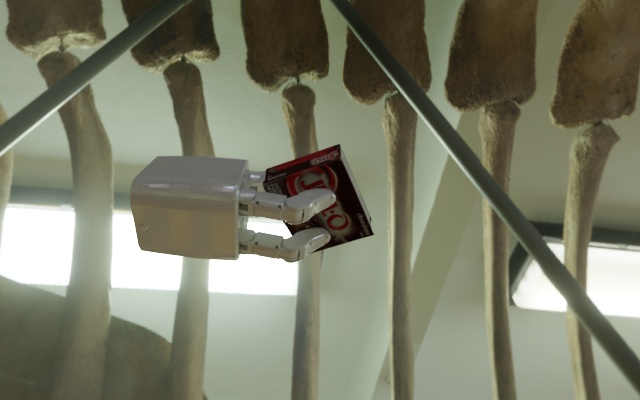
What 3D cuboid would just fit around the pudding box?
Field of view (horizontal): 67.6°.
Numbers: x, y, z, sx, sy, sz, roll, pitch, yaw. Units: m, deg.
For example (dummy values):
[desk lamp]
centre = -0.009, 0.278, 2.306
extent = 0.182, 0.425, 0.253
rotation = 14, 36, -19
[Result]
[pudding box]
centre = 0.000, 0.002, 0.536
extent = 0.090, 0.114, 0.039
rotation = -17, 36, 14
